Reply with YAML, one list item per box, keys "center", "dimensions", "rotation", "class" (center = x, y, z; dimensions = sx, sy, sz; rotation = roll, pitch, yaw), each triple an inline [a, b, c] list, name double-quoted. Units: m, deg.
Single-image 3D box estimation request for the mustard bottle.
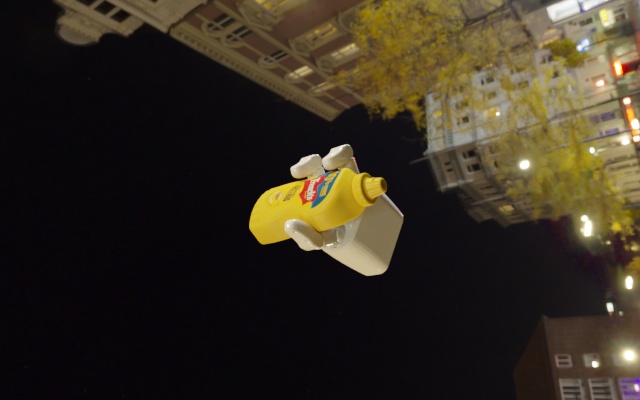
- center: [0.000, 0.002, 0.628]
  dimensions: [0.191, 0.058, 0.096]
  rotation: [-14, 29, 34]
  class: "mustard bottle"
